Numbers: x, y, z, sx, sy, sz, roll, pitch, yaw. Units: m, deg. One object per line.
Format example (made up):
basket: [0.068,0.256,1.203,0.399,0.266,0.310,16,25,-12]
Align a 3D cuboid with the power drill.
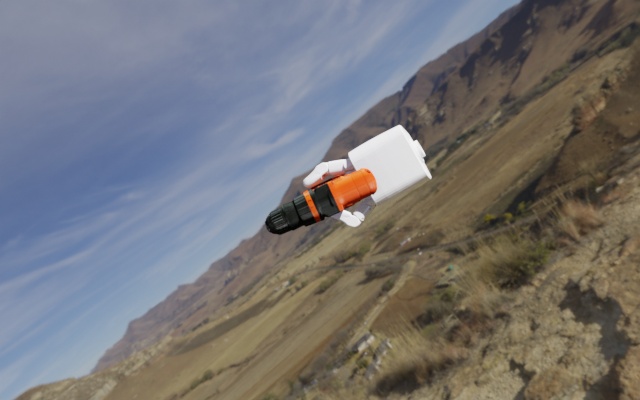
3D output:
power drill: [0.000,0.002,0.807,0.184,0.057,0.187,-23,3,0]
